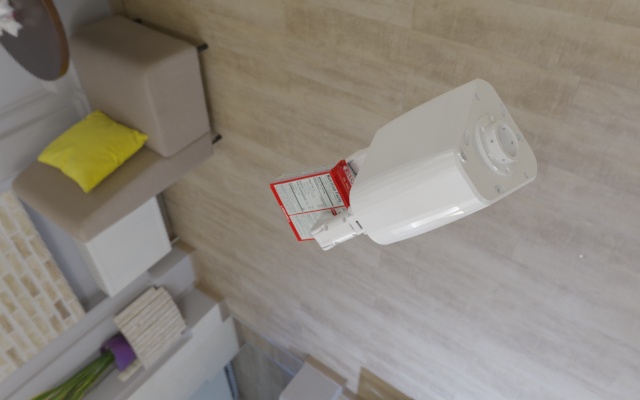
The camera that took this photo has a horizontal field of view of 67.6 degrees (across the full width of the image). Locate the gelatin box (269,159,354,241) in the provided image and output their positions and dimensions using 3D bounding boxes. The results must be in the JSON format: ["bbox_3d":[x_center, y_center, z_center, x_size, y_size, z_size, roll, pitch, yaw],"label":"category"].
[{"bbox_3d":[0.000,0.002,0.493,0.089,0.073,0.030,-11,24,39],"label":"gelatin box"}]
